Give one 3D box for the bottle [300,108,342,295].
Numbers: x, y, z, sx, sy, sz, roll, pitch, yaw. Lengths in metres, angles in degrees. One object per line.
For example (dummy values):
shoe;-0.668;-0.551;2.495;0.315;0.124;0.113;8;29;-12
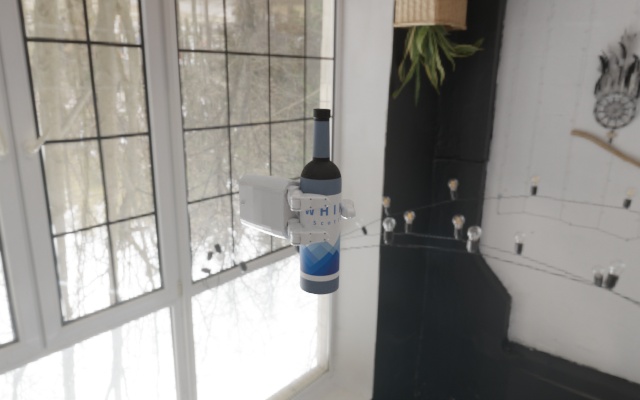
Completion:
bottle;0.000;0.003;0.767;0.069;0.296;0.069;1;15;0
